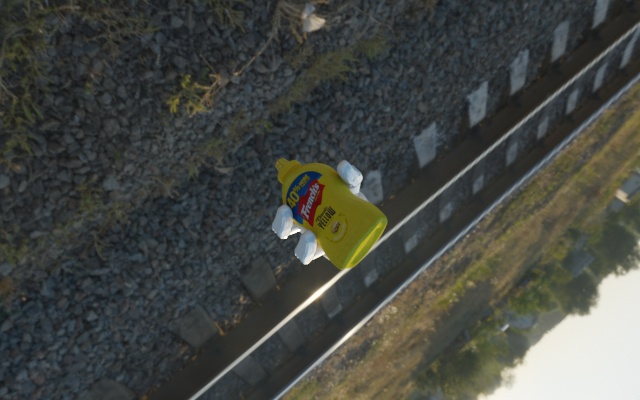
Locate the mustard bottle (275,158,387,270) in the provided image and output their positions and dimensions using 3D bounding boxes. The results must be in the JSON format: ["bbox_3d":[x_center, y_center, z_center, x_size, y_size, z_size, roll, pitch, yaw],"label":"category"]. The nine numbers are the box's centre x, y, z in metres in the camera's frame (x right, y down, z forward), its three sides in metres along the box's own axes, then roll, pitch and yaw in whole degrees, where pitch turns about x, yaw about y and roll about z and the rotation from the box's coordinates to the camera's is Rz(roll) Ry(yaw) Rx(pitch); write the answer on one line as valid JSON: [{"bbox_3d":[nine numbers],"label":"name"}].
[{"bbox_3d":[0.000,0.002,0.687,0.191,0.096,0.058,44,25,26],"label":"mustard bottle"}]
